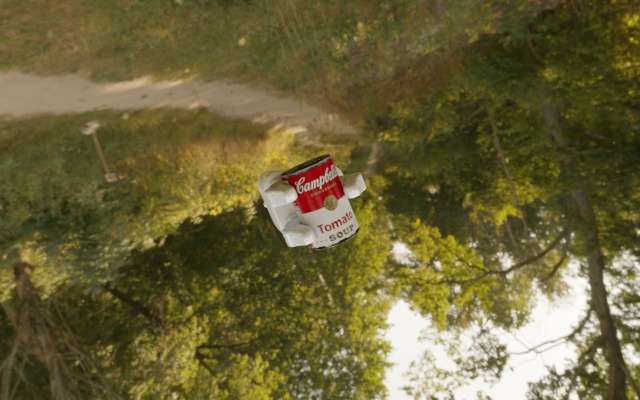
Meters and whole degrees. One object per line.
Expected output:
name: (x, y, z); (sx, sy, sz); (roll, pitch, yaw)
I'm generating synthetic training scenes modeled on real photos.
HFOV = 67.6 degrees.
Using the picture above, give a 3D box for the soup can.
soup can: (0.000, 0.002, 0.599); (0.068, 0.102, 0.068); (-22, 11, 4)
